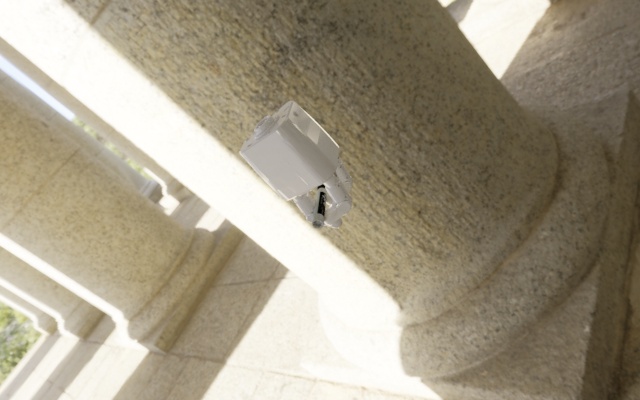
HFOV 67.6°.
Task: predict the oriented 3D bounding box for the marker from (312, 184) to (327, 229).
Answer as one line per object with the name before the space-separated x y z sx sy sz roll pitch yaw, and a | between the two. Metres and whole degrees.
marker | 0.000 0.003 0.777 0.020 0.020 0.121 0 34 5
